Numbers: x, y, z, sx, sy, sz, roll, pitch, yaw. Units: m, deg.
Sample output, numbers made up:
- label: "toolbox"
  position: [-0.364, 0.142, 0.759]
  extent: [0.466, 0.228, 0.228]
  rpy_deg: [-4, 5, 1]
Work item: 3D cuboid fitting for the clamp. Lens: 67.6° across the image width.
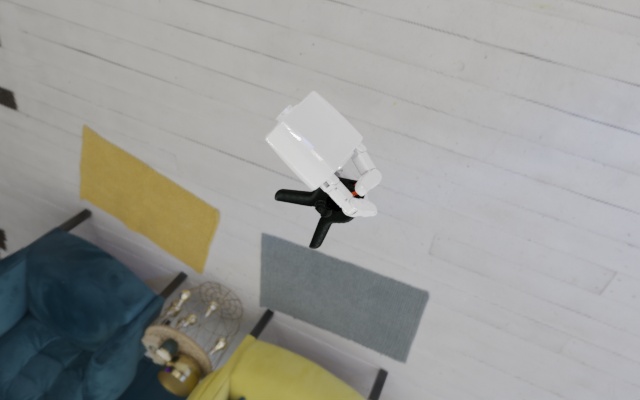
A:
- label: "clamp"
  position: [0.000, 0.003, 0.776]
  extent: [0.171, 0.120, 0.039]
  rpy_deg: [-39, 10, 40]
